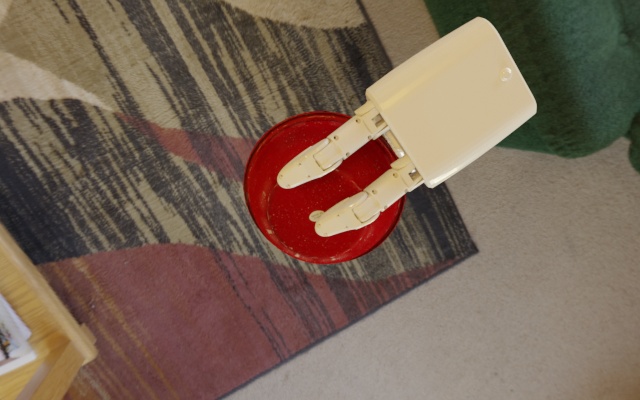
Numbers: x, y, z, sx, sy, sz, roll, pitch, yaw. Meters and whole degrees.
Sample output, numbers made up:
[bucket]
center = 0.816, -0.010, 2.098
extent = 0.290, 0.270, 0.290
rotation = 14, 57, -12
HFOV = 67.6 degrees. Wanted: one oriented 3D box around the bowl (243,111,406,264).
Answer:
[bowl]
center = -0.001, 0.003, 0.450
extent = 0.162, 0.162, 0.055
rotation = 0, 23, 7
